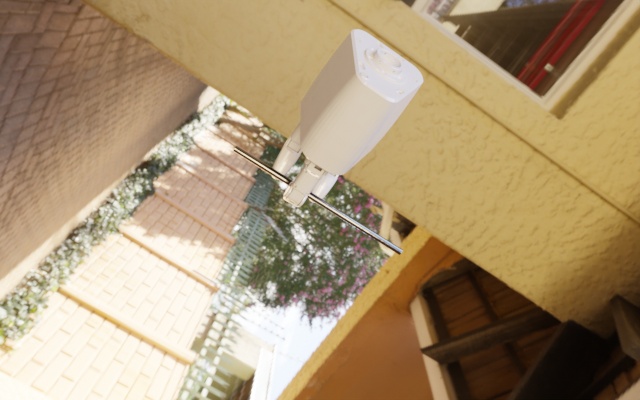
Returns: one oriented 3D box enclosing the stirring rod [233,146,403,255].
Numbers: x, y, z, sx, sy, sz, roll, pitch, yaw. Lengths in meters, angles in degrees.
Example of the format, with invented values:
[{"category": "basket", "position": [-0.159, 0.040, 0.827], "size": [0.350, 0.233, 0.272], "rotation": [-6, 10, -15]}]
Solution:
[{"category": "stirring rod", "position": [0.000, 0.002, 0.580], "size": [0.239, 0.011, 0.011], "rotation": [32, -6, -9]}]
